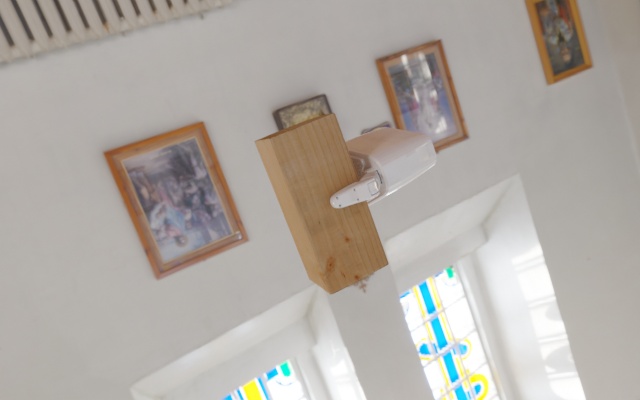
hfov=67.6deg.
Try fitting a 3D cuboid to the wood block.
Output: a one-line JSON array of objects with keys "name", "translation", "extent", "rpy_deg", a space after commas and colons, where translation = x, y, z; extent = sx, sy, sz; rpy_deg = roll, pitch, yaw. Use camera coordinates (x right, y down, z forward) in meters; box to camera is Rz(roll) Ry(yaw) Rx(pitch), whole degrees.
[{"name": "wood block", "translation": [0.001, 0.002, 0.620], "extent": [0.090, 0.206, 0.091], "rpy_deg": [-25, 12, -17]}]
